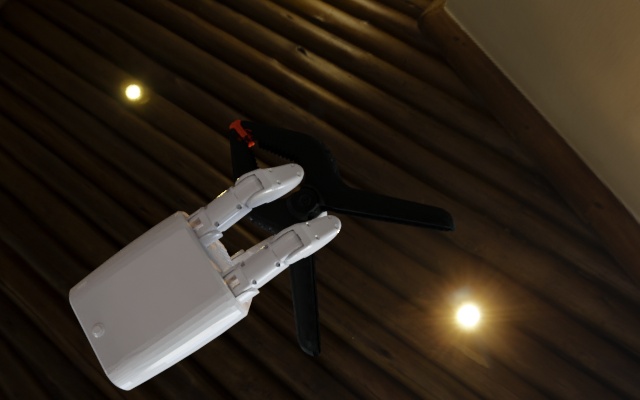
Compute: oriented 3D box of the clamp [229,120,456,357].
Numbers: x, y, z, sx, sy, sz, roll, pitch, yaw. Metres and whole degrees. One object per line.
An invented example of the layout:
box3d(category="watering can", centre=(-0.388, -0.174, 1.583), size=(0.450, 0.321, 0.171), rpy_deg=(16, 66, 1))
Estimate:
box3d(category="clamp", centre=(0.000, 0.001, 0.418), size=(0.164, 0.210, 0.036), rpy_deg=(-35, -15, -4))
